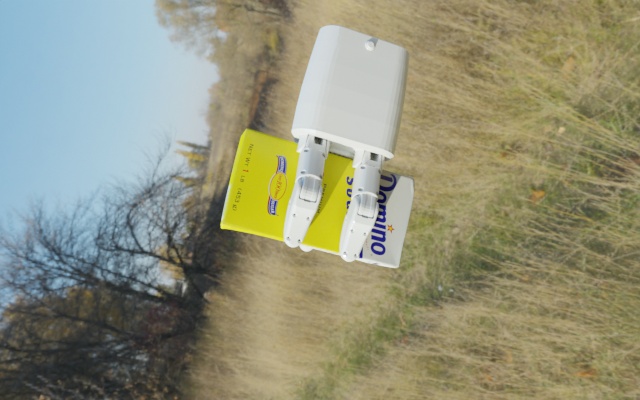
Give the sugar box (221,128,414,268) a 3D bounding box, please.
[{"bbox_3d":[0.000,0.001,0.461,0.176,0.093,0.048,14,-8,-13],"label":"sugar box"}]
